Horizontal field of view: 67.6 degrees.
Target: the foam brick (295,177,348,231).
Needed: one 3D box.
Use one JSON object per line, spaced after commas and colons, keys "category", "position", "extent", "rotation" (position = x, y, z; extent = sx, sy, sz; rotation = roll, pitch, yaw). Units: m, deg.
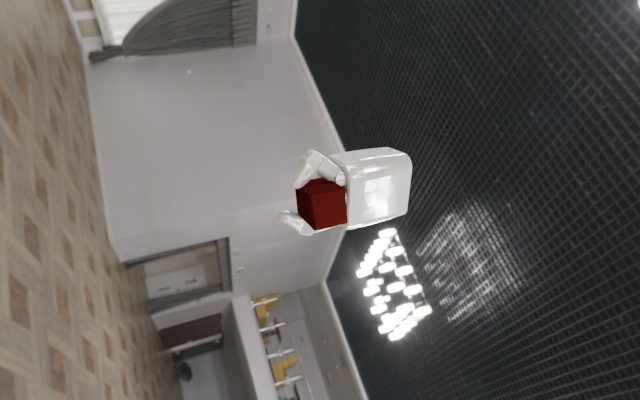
{"category": "foam brick", "position": [0.000, 0.002, 0.677], "extent": [0.051, 0.053, 0.078], "rotation": [-11, 19, -17]}
